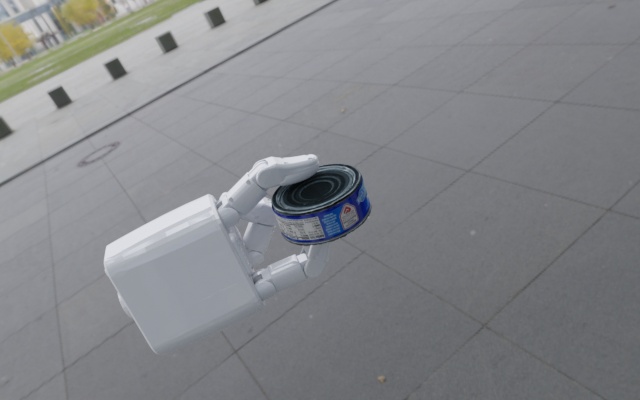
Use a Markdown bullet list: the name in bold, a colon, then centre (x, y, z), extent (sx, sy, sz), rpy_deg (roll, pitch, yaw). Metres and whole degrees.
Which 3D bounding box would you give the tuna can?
- **tuna can**: centre (0.000, 0.001, 0.427), extent (0.086, 0.034, 0.086), rpy_deg (-15, 28, 8)
